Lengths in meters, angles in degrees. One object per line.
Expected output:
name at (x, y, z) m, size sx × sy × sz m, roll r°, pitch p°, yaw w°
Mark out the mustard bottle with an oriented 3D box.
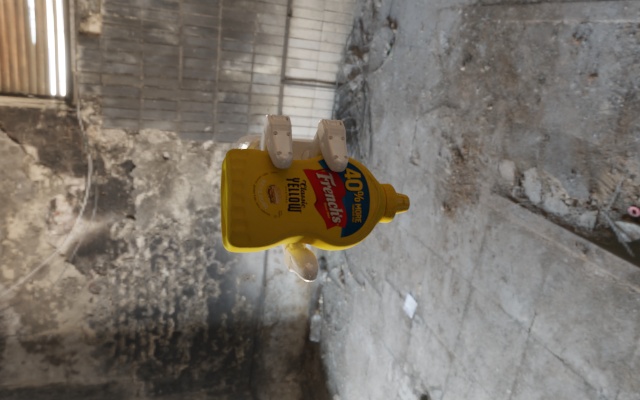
mustard bottle at (0.000, 0.002, 0.475) m, size 0.191 × 0.096 × 0.058 m, roll 1°, pitch -15°, yaw -19°
